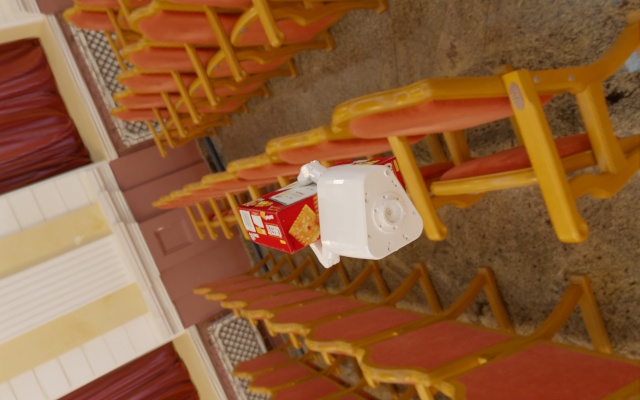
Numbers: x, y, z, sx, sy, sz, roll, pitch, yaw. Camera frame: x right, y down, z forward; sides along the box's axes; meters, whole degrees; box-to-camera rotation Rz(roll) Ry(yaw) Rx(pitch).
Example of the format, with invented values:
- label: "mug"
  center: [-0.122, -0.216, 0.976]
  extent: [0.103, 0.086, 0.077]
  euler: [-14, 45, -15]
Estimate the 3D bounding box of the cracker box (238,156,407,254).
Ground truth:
- label: "cracker box"
  center: [0.000, 0.002, 0.748]
  extent: [0.213, 0.072, 0.164]
  euler: [-25, 13, -26]
